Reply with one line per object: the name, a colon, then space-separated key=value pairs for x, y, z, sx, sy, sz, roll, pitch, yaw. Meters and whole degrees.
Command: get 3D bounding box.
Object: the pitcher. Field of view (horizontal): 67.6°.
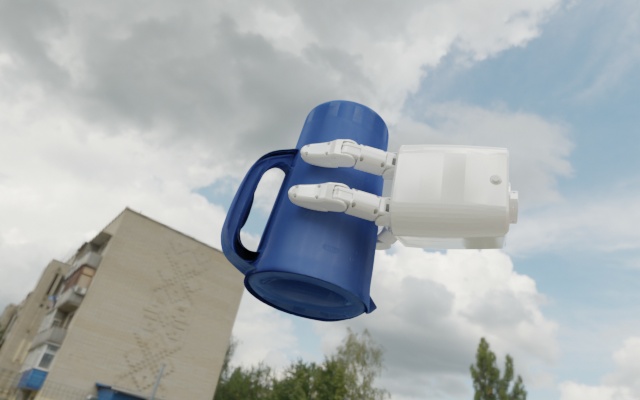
pitcher: x=0.000 y=0.002 z=0.544 sx=0.145 sy=0.242 sz=0.149 roll=2 pitch=-32 yaw=21
